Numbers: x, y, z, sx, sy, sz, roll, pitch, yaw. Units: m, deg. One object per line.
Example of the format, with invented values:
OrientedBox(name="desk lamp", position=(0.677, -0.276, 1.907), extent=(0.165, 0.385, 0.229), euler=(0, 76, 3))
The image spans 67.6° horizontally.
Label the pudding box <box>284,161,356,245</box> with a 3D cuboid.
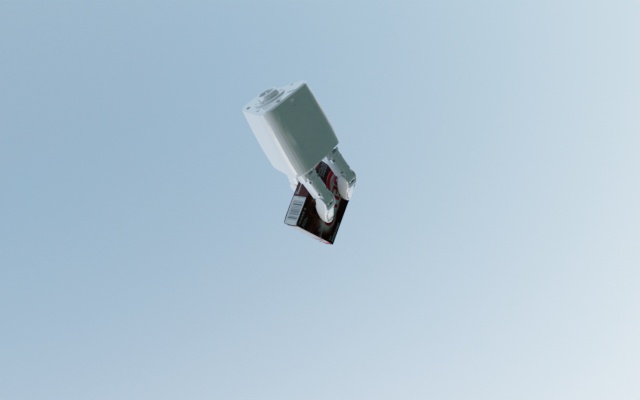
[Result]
OrientedBox(name="pudding box", position=(0.000, 0.002, 0.761), extent=(0.090, 0.113, 0.039), euler=(30, -13, -40))
